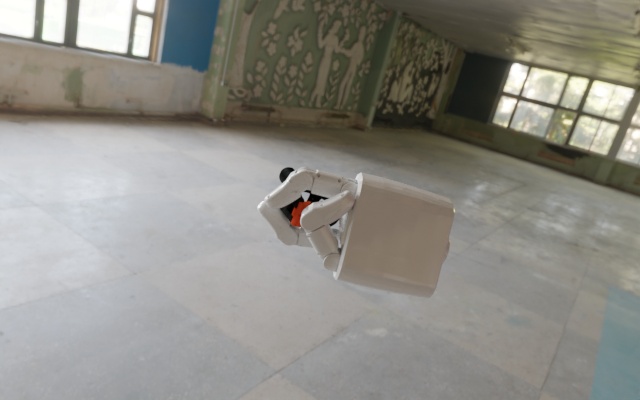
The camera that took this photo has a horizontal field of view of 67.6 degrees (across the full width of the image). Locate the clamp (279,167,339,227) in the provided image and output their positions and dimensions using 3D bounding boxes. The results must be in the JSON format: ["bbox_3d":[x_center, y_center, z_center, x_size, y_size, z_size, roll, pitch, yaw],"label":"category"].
[{"bbox_3d":[0.000,0.001,0.591,0.120,0.039,0.171,14,17,-3],"label":"clamp"}]
